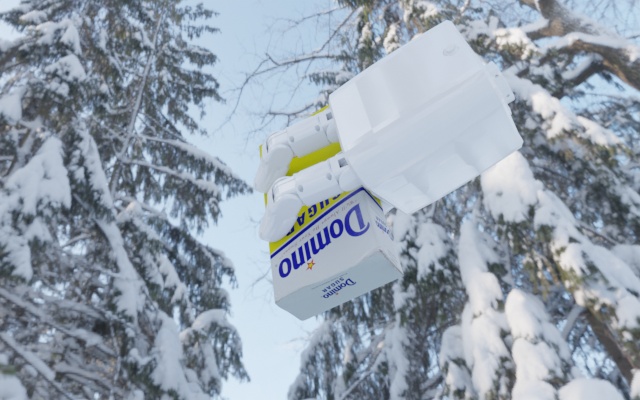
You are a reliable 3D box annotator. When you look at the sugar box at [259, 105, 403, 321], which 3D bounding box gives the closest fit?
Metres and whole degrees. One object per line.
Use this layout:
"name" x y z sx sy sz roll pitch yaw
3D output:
"sugar box" 0.000 0.001 0.404 0.093 0.176 0.048 -29 -46 17
